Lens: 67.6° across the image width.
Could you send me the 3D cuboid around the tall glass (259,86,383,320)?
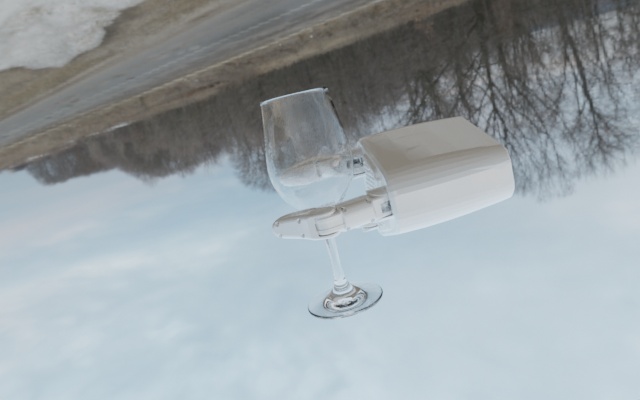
[{"bbox_3d":[0.000,0.002,0.439,0.079,0.201,0.079,-14,12,3],"label":"tall glass"}]
